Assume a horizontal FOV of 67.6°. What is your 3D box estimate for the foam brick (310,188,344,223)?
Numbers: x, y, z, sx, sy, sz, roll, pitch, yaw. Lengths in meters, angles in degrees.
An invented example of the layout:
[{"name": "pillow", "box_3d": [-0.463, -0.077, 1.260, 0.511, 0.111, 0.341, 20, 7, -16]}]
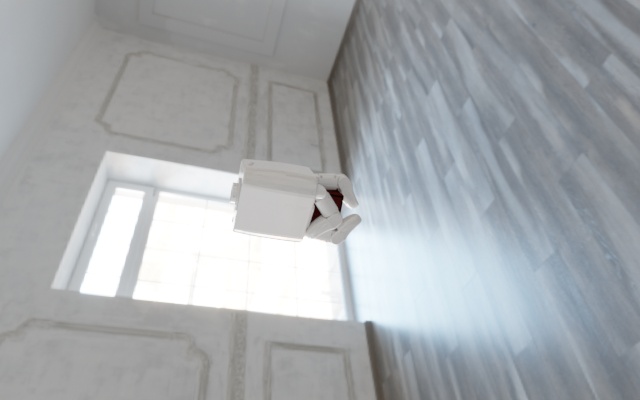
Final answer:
[{"name": "foam brick", "box_3d": [0.000, 0.003, 0.768, 0.051, 0.053, 0.078, 7, 15, -14]}]
